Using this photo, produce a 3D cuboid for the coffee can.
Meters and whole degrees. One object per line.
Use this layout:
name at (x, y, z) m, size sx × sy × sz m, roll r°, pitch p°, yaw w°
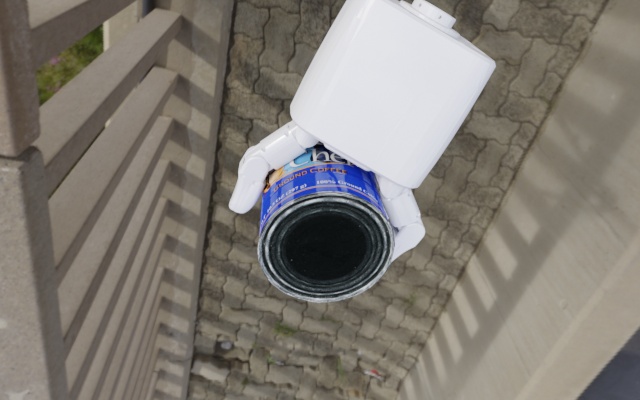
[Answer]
coffee can at (0.000, 0.001, 0.411) m, size 0.103 × 0.103 × 0.140 m, roll 0°, pitch 32°, yaw -5°
